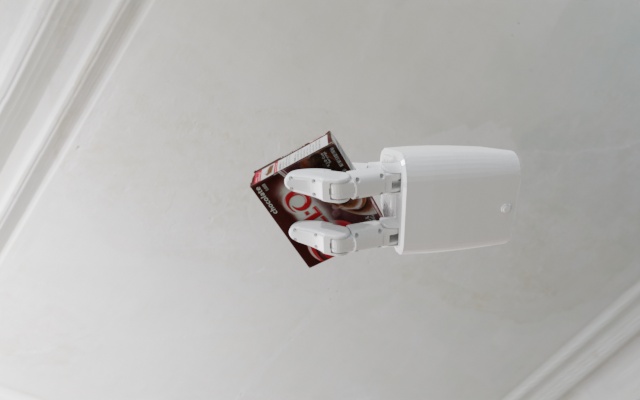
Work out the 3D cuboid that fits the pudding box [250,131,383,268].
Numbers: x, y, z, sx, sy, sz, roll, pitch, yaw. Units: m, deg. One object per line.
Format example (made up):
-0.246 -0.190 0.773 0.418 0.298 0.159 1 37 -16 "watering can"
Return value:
0.000 0.001 0.465 0.090 0.113 0.039 -27 24 13 "pudding box"
